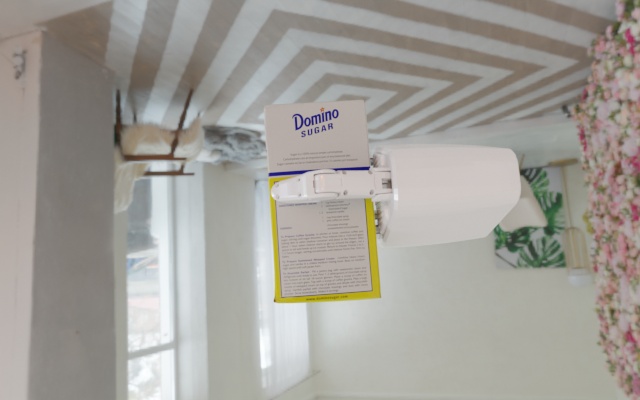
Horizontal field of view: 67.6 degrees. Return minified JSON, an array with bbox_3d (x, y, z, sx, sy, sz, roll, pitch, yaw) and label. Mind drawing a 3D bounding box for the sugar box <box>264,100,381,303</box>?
[{"bbox_3d":[0.000,0.002,0.432,0.093,0.176,0.048,-3,-9,-3],"label":"sugar box"}]
